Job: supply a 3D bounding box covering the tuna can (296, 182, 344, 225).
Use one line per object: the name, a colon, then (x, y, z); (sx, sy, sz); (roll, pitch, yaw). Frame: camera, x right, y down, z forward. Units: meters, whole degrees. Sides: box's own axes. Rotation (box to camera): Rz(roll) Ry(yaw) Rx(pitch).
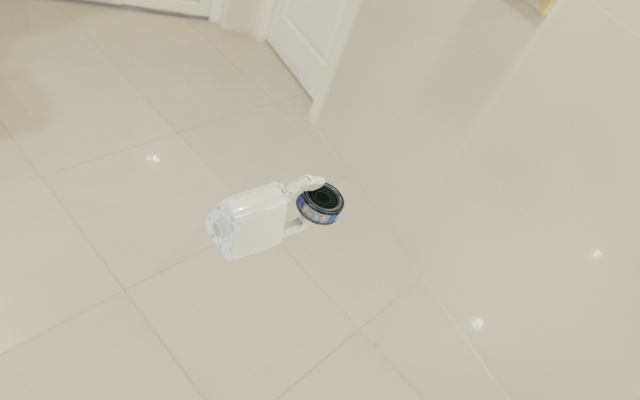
tuna can: (0.000, 0.002, 0.881); (0.086, 0.086, 0.034); (0, -43, -30)
